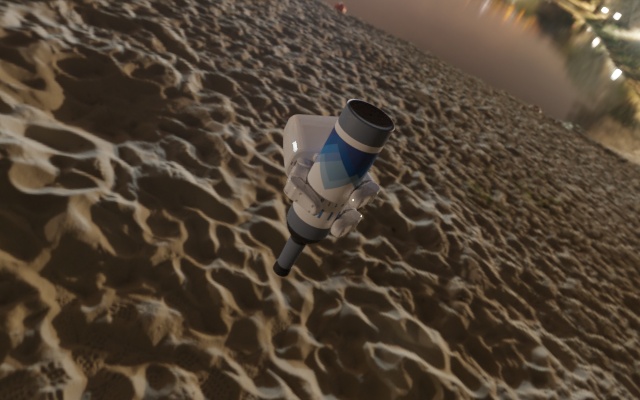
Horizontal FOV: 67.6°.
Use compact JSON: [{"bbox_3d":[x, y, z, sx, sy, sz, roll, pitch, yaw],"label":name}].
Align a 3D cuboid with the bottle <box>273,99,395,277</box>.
[{"bbox_3d":[0.000,0.002,0.661,0.069,0.296,0.069,20,35,-15],"label":"bottle"}]
